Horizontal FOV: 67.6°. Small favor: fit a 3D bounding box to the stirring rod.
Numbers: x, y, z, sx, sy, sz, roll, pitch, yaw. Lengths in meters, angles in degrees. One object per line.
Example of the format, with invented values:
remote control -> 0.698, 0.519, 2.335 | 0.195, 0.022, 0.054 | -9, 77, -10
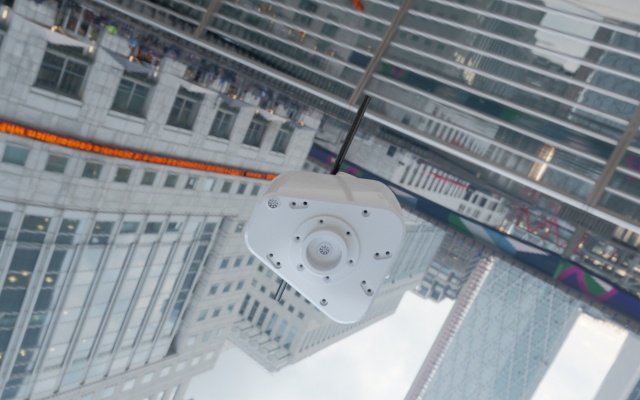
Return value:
stirring rod -> 0.000, 0.002, 0.507 | 0.011, 0.239, 0.011 | 23, 10, -4
